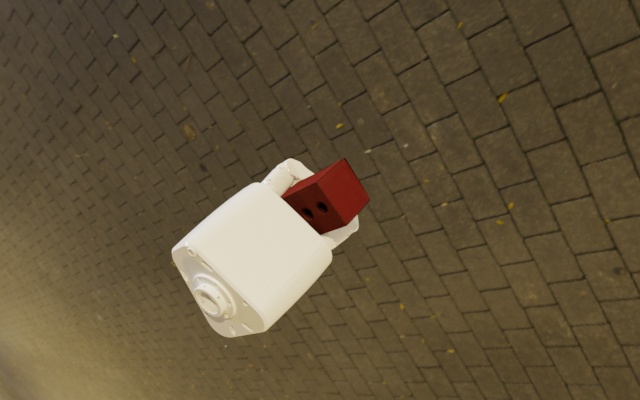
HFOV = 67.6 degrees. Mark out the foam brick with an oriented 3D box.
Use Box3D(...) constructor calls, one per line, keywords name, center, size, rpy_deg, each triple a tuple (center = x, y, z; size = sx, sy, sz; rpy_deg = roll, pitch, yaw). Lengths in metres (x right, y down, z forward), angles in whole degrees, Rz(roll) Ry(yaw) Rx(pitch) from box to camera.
Box3D(name="foam brick", center=(0.000, 0.001, 0.487), size=(0.078, 0.053, 0.051), rpy_deg=(-25, 13, 45))
